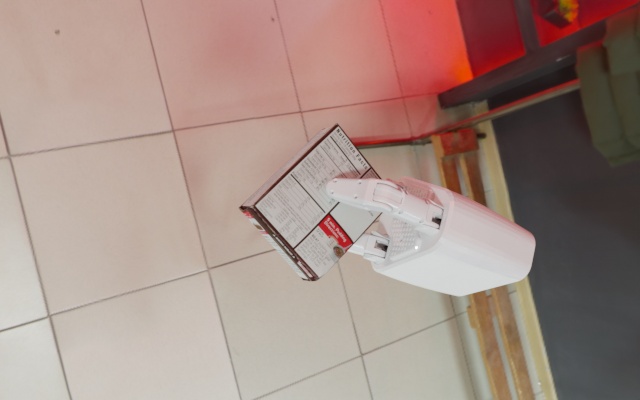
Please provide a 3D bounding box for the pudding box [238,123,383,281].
[{"bbox_3d":[0.000,0.001,0.422,0.113,0.090,0.039,-46,14,-22],"label":"pudding box"}]
